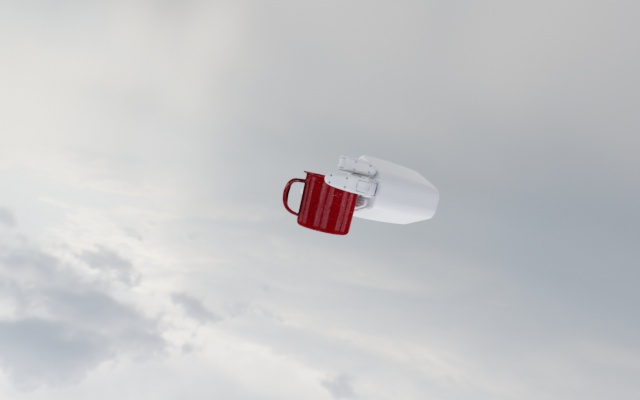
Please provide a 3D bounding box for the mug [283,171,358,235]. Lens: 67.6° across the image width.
[{"bbox_3d":[-0.001,0.002,0.716,0.117,0.081,0.093,12,3,-18],"label":"mug"}]
